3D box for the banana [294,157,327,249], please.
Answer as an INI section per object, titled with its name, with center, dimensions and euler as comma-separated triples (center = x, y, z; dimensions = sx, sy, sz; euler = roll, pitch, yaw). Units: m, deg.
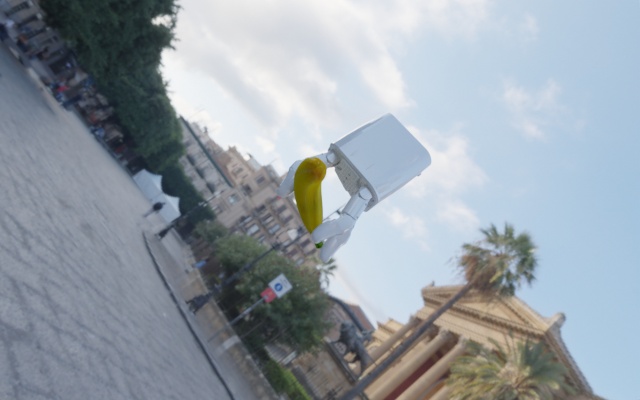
[banana]
center = -0.010, -0.009, 0.640
dimensions = 0.037, 0.069, 0.198
euler = -29, -28, -15
